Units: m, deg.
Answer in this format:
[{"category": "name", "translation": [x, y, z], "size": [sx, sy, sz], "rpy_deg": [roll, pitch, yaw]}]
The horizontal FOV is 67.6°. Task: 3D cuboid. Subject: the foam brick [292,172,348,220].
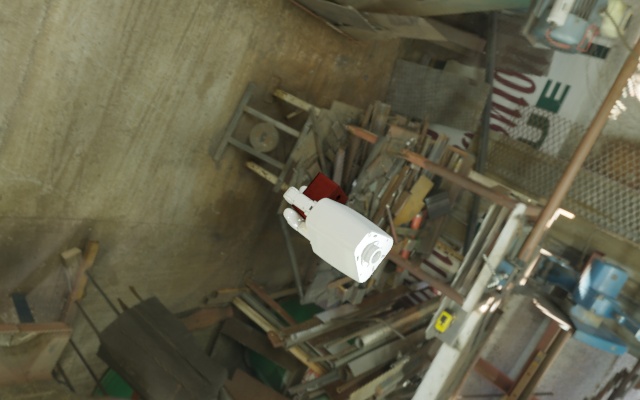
[{"category": "foam brick", "translation": [0.000, 0.002, 0.828], "size": [0.051, 0.078, 0.053], "rpy_deg": [33, -11, 35]}]
